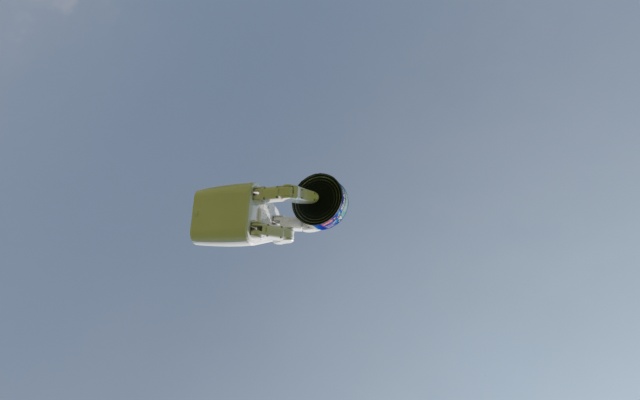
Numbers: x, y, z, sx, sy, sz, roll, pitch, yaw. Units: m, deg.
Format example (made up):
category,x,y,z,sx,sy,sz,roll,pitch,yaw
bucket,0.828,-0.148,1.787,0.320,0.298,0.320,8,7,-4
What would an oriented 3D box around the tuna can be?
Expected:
category,x,y,z,sx,sy,sz,roll,pitch,yaw
tuna can,0.000,0.003,0.753,0.086,0.086,0.034,0,-19,25
